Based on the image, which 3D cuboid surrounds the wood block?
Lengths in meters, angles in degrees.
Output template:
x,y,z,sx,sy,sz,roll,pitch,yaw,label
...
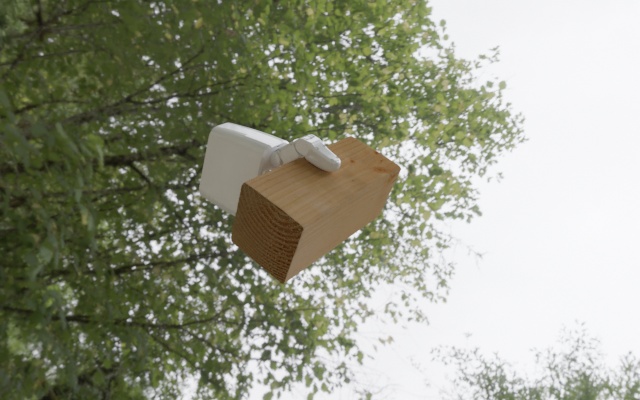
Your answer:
x,y,z,sx,sy,sz,roll,pitch,yaw,label
0.000,0.001,0.591,0.090,0.091,0.206,36,39,22,wood block
